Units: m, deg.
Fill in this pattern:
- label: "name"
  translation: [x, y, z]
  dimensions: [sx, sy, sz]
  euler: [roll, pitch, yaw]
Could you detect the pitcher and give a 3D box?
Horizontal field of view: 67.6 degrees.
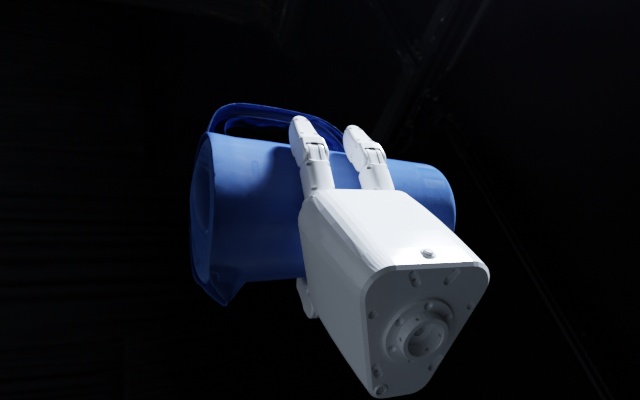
- label: "pitcher"
  translation: [0.000, 0.002, 0.459]
  dimensions: [0.243, 0.149, 0.145]
  euler: [2, 23, -23]
